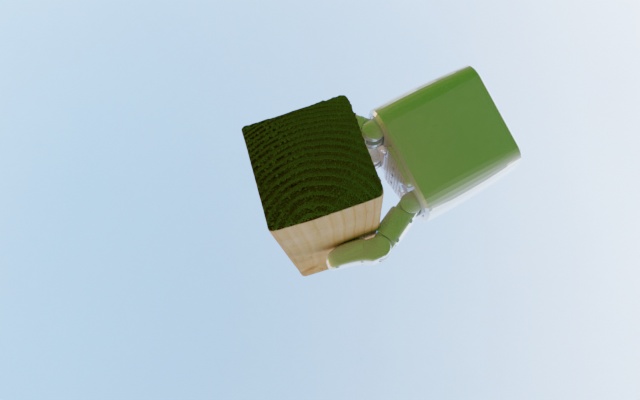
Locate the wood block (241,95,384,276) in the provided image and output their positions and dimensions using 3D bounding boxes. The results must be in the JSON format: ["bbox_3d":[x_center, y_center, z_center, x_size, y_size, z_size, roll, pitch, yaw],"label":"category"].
[{"bbox_3d":[0.001,0.002,0.452,0.090,0.090,0.206,-18,-19,-1],"label":"wood block"}]
